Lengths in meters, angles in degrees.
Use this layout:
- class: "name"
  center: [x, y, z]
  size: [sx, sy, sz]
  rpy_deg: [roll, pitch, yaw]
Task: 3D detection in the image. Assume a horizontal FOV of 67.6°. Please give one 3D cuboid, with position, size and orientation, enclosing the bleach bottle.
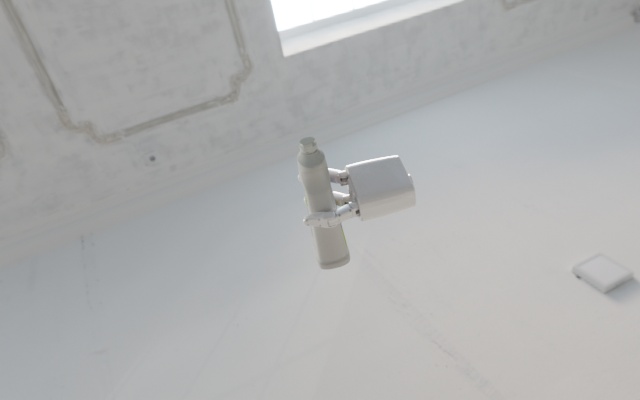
- class: "bleach bottle"
  center: [0.000, 0.003, 0.893]
  size: [0.068, 0.251, 0.102]
  rpy_deg: [-14, 33, -3]
